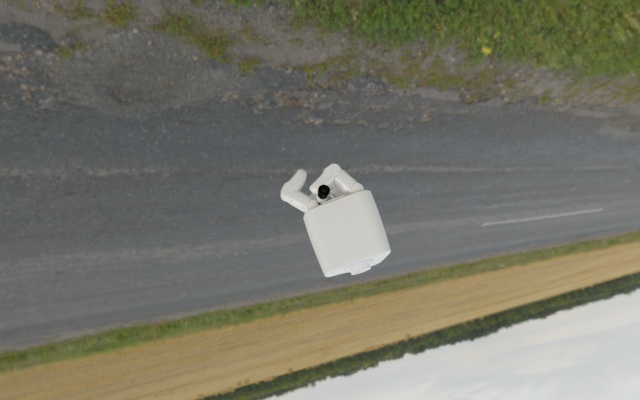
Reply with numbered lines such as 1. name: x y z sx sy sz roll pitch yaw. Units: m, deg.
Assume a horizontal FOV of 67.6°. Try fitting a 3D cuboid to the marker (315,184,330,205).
1. marker: 0.000 0.002 0.779 0.020 0.020 0.121 0 -20 -6
